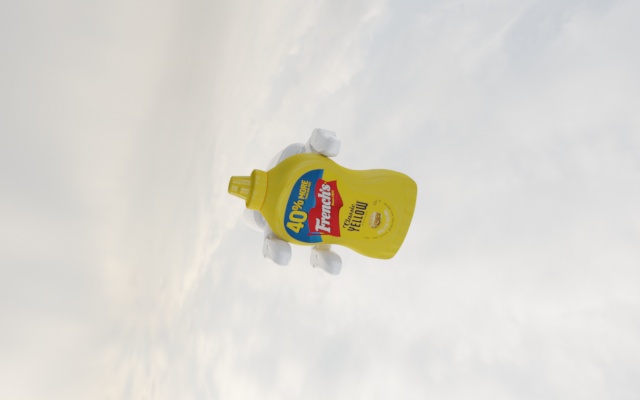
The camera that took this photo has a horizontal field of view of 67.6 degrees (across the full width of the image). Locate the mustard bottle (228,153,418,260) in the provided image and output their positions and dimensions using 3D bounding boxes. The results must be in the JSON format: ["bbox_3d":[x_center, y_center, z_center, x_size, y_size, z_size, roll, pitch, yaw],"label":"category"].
[{"bbox_3d":[0.000,0.002,0.497,0.191,0.096,0.058,11,18,-18],"label":"mustard bottle"}]
